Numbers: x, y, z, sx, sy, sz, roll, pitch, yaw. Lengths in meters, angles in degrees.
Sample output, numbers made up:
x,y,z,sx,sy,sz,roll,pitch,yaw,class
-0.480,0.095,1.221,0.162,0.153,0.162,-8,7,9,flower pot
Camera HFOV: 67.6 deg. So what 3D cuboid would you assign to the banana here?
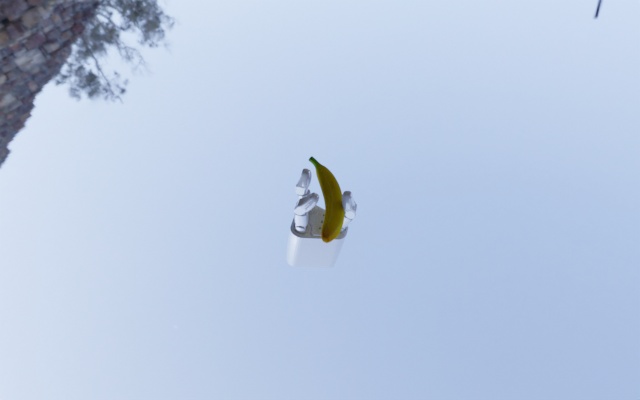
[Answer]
x,y,z,sx,sy,sz,roll,pitch,yaw,class
0.015,0.004,0.905,0.069,0.197,0.037,15,-45,-30,banana
